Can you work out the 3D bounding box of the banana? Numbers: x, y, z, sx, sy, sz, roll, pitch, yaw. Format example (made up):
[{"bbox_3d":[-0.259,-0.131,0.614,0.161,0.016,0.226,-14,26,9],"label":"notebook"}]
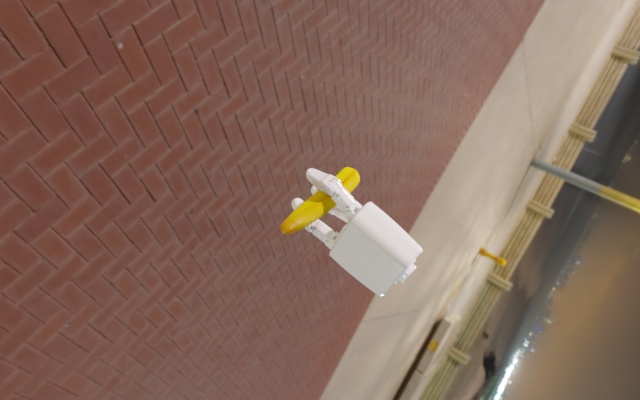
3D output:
[{"bbox_3d":[0.013,-0.007,0.746,0.070,0.037,0.197,-36,4,42],"label":"banana"}]
